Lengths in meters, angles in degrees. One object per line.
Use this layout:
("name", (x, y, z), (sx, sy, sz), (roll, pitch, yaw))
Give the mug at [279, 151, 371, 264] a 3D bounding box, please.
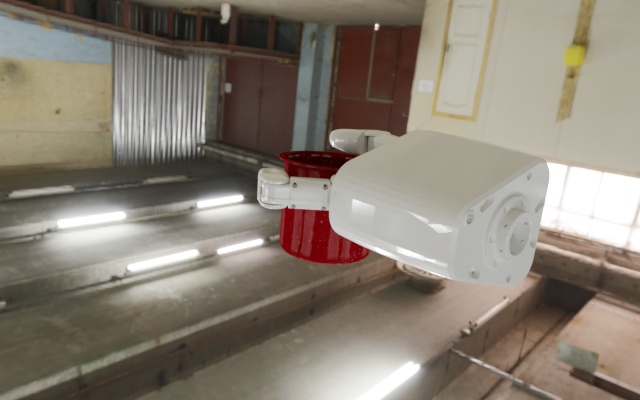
("mug", (-0.001, 0.001, 0.422), (0.093, 0.081, 0.117), (-5, 17, -38))
